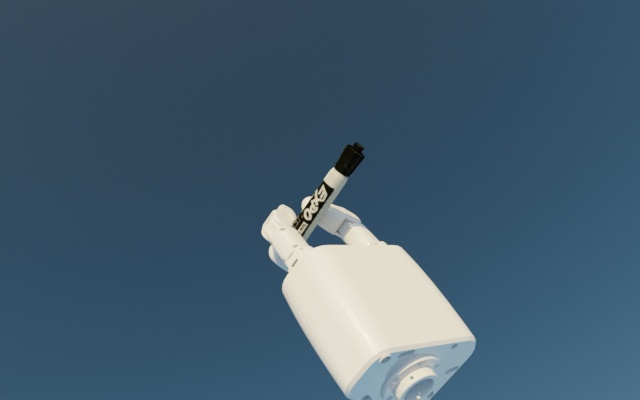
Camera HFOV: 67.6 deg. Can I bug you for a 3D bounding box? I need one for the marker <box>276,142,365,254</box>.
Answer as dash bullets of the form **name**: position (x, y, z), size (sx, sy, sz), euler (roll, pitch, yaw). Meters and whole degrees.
- **marker**: position (0.000, 0.001, 0.416), size (0.020, 0.121, 0.020), euler (32, 16, -10)
